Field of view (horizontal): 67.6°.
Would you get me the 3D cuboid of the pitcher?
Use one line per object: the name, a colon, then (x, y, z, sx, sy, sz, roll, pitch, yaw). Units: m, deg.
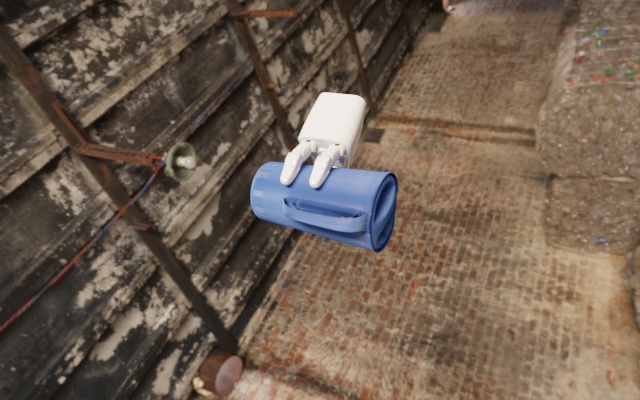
pitcher: (0.000, 0.003, 0.816, 0.243, 0.145, 0.149, 10, -27, 25)
